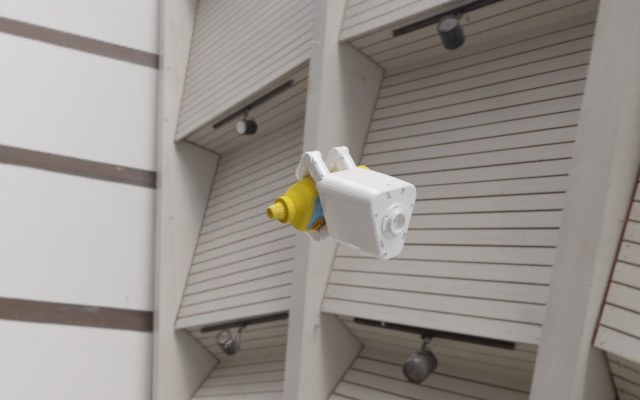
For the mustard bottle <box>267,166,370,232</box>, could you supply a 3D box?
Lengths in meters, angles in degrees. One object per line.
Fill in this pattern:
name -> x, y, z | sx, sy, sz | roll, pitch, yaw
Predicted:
mustard bottle -> 0.000, 0.002, 0.758 | 0.191, 0.096, 0.058 | -13, 46, -37
